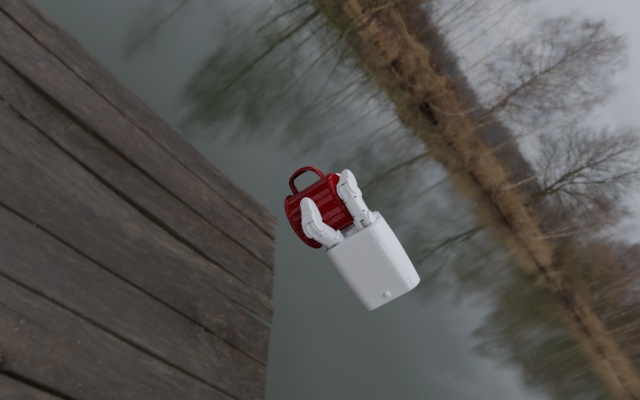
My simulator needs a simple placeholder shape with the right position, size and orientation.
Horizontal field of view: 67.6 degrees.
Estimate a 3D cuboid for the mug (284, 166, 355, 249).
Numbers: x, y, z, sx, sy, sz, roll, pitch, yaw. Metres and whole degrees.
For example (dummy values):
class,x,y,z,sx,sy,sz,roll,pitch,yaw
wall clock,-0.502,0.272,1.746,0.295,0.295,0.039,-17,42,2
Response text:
class,x,y,z,sx,sy,sz,roll,pitch,yaw
mug,0.000,0.001,0.710,0.081,0.117,0.093,-32,0,21
